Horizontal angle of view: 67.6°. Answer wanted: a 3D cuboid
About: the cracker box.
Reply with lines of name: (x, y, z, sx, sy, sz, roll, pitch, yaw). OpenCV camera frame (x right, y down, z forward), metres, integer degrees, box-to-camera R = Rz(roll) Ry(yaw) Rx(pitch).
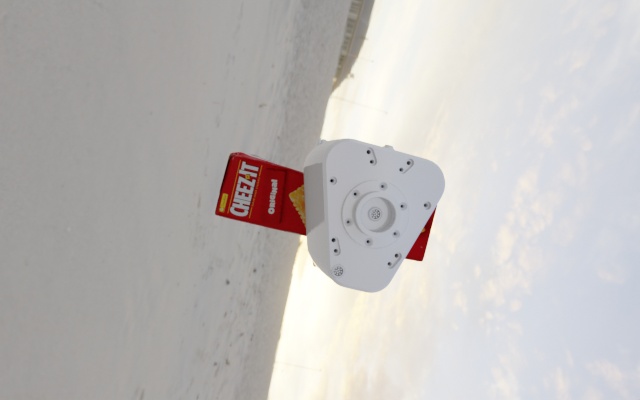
cracker box: (0.000, 0.002, 0.544, 0.214, 0.072, 0.164, 14, 2, -8)
